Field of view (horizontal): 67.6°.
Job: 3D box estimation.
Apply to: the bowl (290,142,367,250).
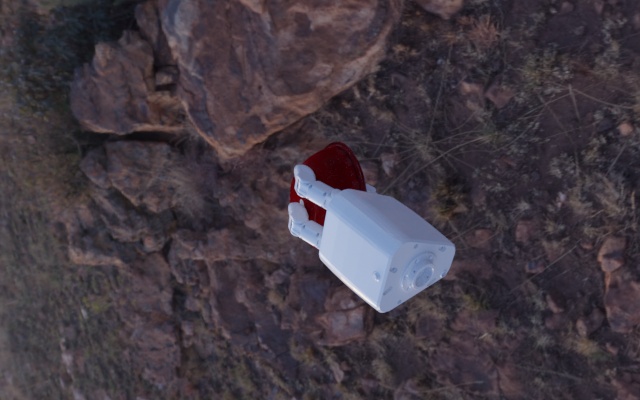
[{"bbox_3d":[-0.001,0.002,0.642,0.055,0.162,0.162,-4,1,-24],"label":"bowl"}]
